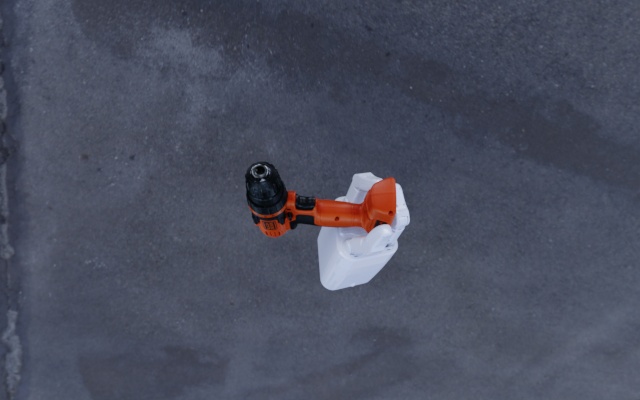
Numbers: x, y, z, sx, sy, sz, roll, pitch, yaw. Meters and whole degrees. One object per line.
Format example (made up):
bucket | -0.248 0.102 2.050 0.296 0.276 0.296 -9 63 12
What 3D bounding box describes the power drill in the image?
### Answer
power drill | 0.001 0.002 0.618 0.187 0.057 0.184 3 -20 1
